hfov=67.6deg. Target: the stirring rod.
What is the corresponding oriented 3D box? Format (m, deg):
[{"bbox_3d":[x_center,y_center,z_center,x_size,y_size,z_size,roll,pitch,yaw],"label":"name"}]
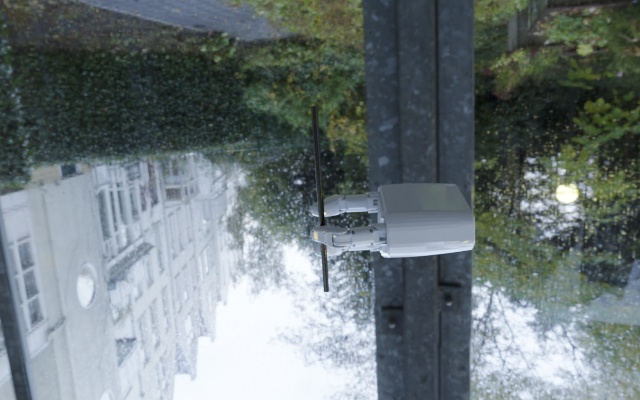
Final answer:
[{"bbox_3d":[0.000,0.002,0.608,0.011,0.239,0.011,-4,11,1],"label":"stirring rod"}]
